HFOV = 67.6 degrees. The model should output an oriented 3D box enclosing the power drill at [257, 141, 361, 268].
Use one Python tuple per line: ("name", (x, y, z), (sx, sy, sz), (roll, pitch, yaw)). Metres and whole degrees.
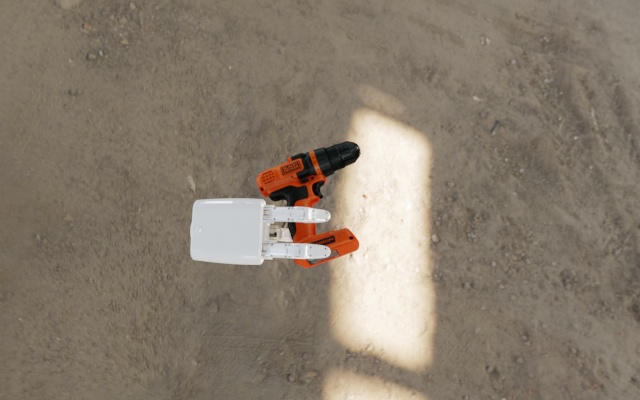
("power drill", (0.000, 0.003, 0.782), (0.184, 0.187, 0.057), (-21, -27, 6))
